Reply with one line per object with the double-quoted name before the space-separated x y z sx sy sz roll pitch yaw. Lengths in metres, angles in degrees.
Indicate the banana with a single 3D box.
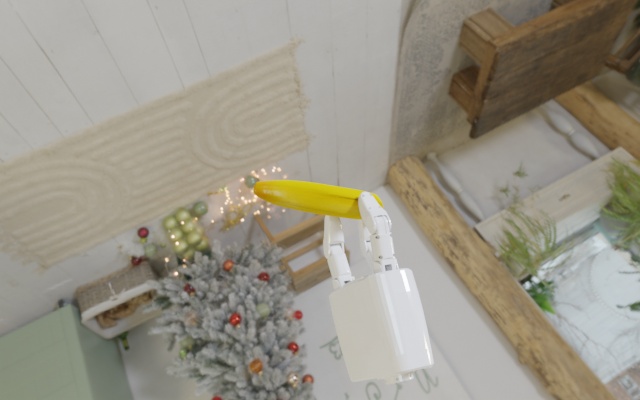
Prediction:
"banana" 0.015 0.002 0.589 0.198 0.037 0.069 9 -7 -40
